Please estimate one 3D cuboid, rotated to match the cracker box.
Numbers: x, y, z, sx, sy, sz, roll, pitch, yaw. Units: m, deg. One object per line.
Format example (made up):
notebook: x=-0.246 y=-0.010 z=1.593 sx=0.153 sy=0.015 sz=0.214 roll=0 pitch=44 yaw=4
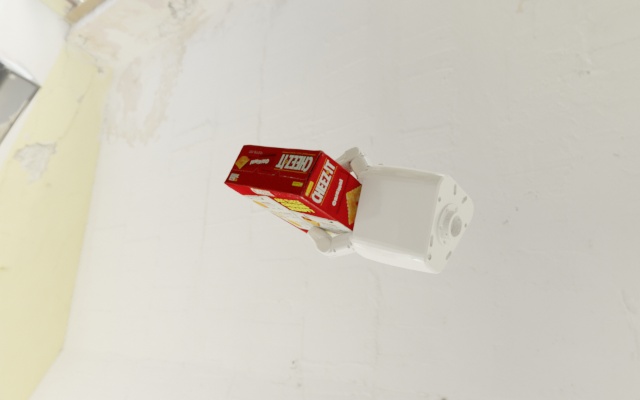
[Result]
cracker box: x=0.000 y=0.002 z=0.670 sx=0.164 sy=0.072 sz=0.214 roll=10 pitch=-19 yaw=45
